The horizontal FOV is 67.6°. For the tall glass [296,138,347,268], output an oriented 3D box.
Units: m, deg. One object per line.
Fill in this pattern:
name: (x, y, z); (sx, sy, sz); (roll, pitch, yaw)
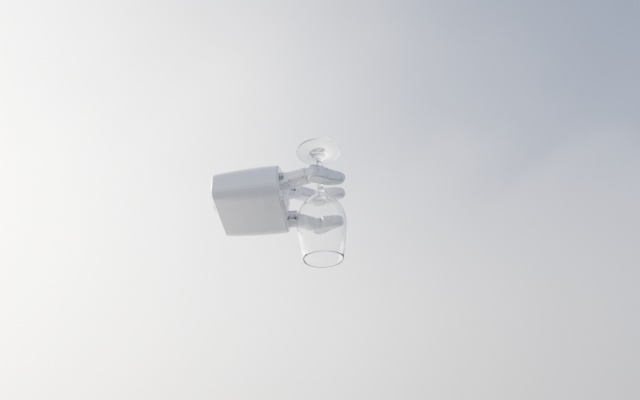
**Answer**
tall glass: (0.000, 0.002, 0.758); (0.079, 0.201, 0.079); (-2, -31, -1)
